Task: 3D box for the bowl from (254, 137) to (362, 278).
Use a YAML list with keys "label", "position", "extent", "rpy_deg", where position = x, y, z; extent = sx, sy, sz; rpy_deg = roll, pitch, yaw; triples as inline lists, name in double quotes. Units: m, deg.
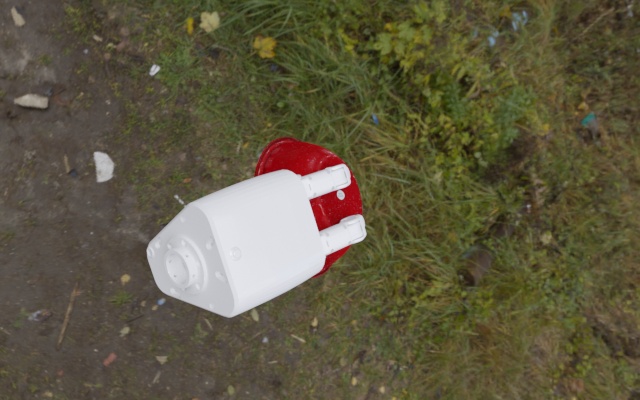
- label: "bowl"
  position: [0.001, 0.001, 0.525]
  extent: [0.055, 0.162, 0.162]
  rpy_deg: [-14, -8, 32]
